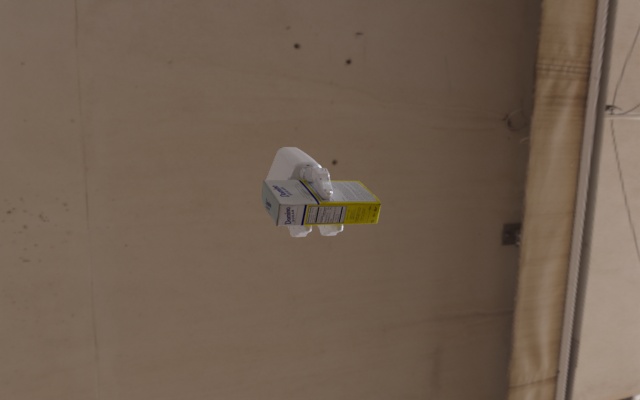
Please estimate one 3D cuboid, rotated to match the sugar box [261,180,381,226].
[{"bbox_3d":[0.000,0.003,0.776,0.176,0.048,0.093,-2,27,-22],"label":"sugar box"}]
